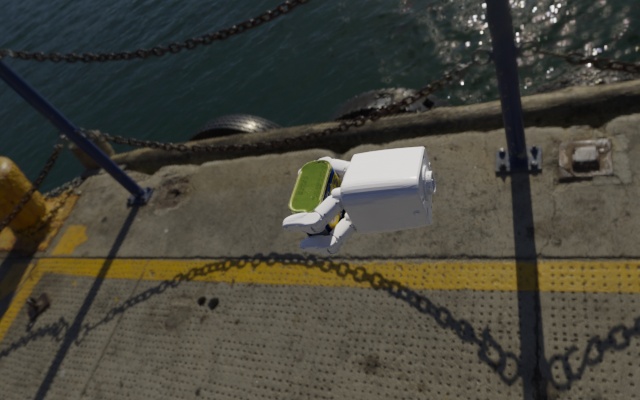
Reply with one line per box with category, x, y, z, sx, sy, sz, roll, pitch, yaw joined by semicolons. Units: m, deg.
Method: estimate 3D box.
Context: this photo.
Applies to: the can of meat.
can of meat;0.000;0.002;0.713;0.057;0.102;0.084;-3;-37;26
